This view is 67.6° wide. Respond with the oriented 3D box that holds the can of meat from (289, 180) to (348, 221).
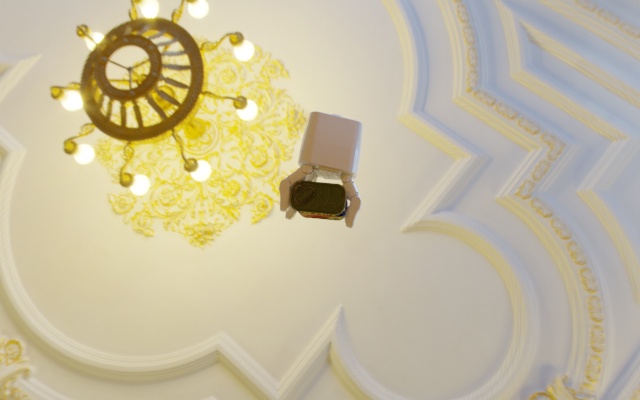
[{"bbox_3d":[0.000,0.003,0.891,0.102,0.057,0.084,5,-11,8],"label":"can of meat"}]
